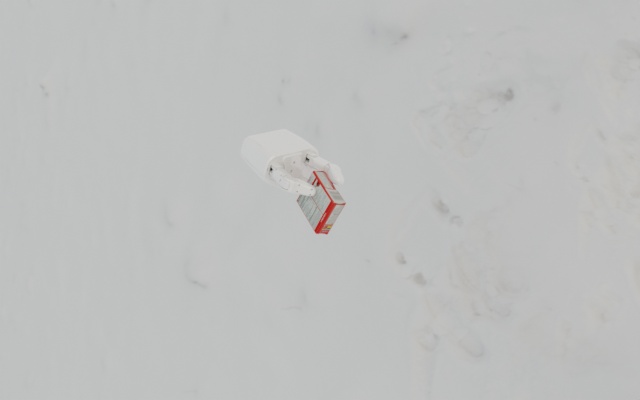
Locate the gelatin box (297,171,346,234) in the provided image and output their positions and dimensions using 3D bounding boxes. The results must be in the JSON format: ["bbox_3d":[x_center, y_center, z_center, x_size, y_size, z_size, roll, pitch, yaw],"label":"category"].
[{"bbox_3d":[0.000,0.003,0.829,0.030,0.073,0.089,4,39,-36],"label":"gelatin box"}]
